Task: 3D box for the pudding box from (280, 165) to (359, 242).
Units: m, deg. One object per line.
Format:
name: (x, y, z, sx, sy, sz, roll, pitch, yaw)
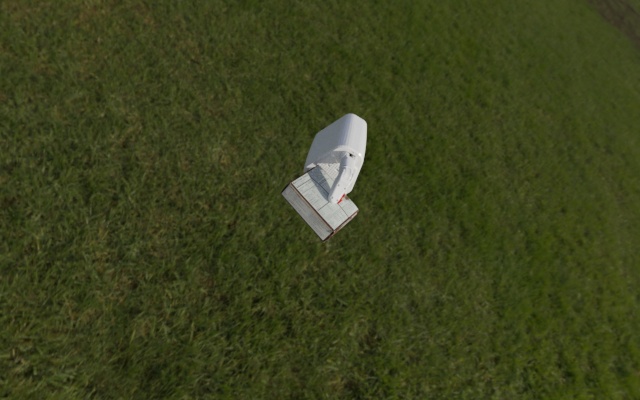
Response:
pudding box: (0.000, 0.003, 0.811, 0.090, 0.113, 0.039, -36, -9, -48)
